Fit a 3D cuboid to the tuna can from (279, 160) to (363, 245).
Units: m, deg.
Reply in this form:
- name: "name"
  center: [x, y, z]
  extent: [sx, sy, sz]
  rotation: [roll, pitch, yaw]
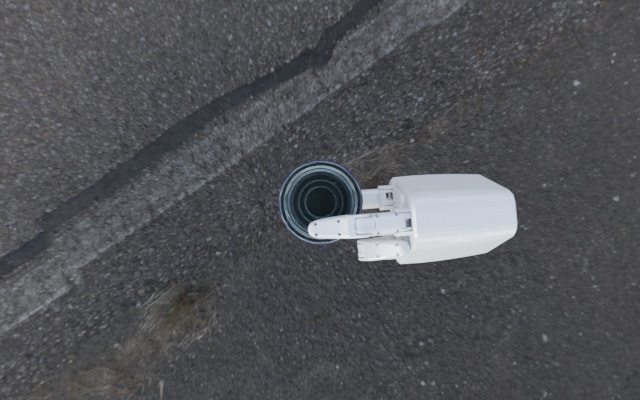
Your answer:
- name: "tuna can"
  center: [0.000, 0.002, 0.488]
  extent: [0.086, 0.086, 0.034]
  rotation: [0, 1, -1]
